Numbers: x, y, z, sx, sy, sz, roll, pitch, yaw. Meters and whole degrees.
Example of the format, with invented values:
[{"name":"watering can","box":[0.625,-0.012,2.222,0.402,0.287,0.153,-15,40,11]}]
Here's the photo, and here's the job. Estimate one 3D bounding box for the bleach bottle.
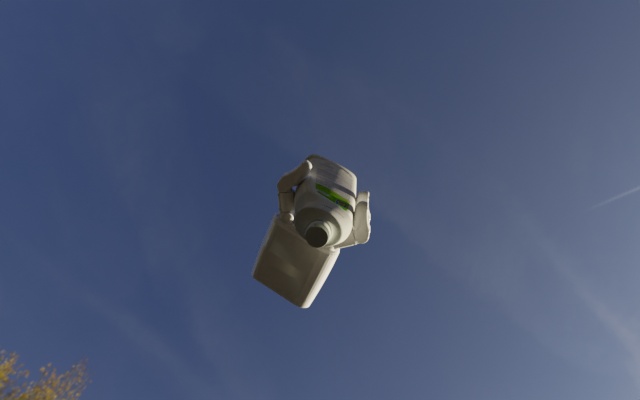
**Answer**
[{"name":"bleach bottle","box":[0.000,0.002,0.699,0.102,0.068,0.250,25,19,-3]}]
